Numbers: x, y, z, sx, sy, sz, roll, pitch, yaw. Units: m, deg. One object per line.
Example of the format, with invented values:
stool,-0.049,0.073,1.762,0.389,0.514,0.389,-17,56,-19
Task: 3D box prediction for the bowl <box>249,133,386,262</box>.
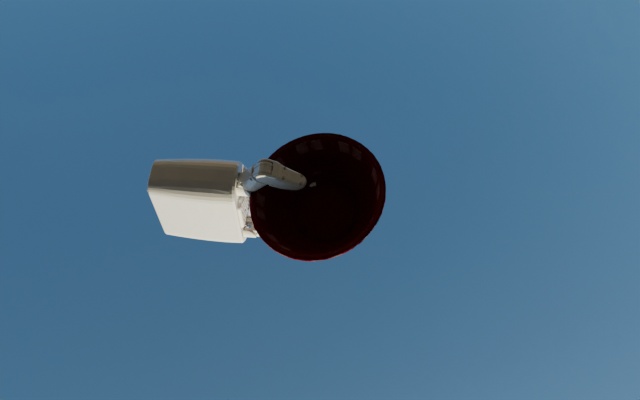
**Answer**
bowl,0.001,0.002,0.569,0.162,0.162,0.055,0,-24,14
